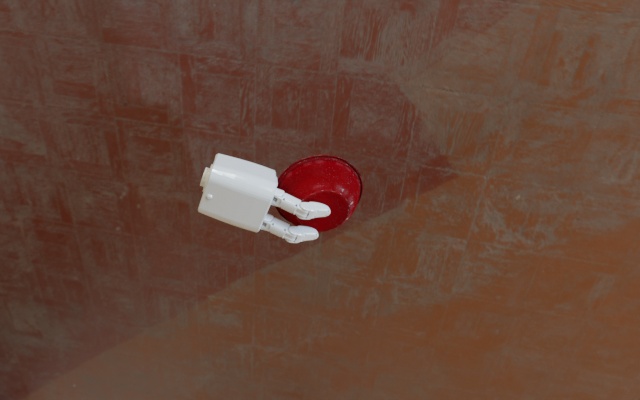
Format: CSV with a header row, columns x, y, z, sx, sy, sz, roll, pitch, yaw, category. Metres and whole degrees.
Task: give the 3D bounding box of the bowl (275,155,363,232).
x,y,z,sx,sy,sz,roll,pitch,yaw,category
0.002,0.003,0.827,0.162,0.162,0.055,0,39,-12,bowl
